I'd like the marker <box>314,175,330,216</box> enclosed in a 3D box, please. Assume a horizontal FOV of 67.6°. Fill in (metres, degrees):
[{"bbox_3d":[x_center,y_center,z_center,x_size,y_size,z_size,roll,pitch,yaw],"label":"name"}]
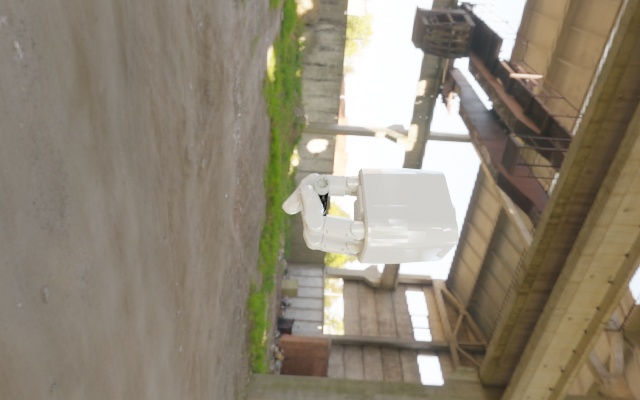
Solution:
[{"bbox_3d":[0.000,0.002,0.600,0.020,0.020,0.121,0,-22,-2],"label":"marker"}]
